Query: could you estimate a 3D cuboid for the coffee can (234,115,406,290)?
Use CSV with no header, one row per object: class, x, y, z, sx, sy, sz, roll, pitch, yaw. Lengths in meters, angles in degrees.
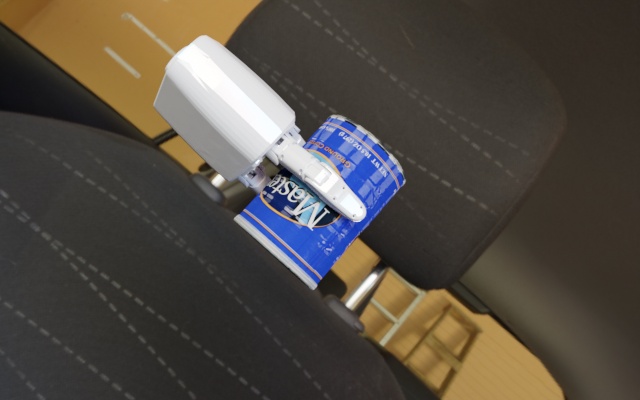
coffee can,0.000,0.002,0.471,0.103,0.140,0.103,41,-9,8
